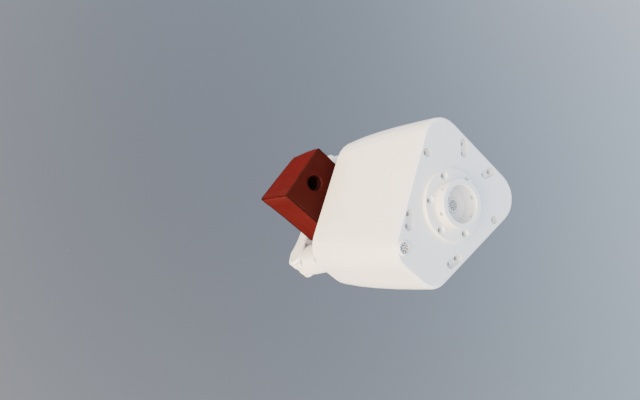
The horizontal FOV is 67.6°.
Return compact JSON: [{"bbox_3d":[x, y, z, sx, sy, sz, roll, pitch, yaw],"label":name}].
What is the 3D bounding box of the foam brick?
[{"bbox_3d":[0.000,0.001,0.416,0.078,0.053,0.051,41,-21,-18],"label":"foam brick"}]
